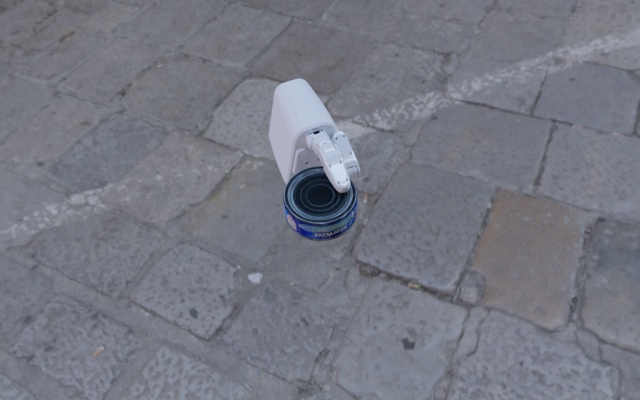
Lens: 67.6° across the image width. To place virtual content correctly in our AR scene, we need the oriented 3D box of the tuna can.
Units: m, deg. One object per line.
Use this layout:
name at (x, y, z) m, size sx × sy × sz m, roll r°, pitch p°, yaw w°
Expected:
tuna can at (0.000, 0.001, 0.548) m, size 0.086 × 0.086 × 0.034 m, roll 0°, pitch -37°, yaw 2°
